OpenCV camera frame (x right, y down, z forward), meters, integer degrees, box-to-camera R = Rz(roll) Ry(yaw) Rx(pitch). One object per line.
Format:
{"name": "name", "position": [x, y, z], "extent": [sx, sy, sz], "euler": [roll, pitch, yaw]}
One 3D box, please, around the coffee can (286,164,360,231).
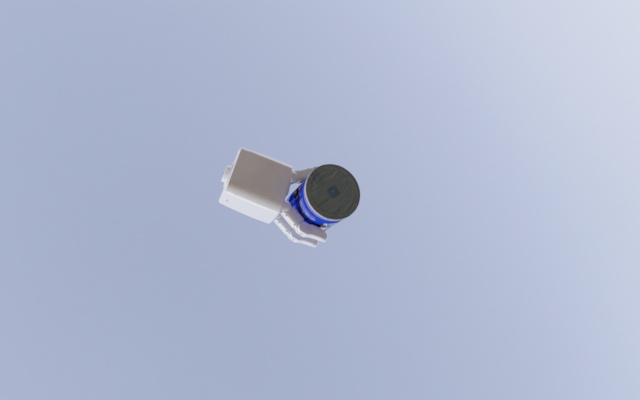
{"name": "coffee can", "position": [0.000, 0.003, 0.894], "extent": [0.103, 0.102, 0.140], "euler": [0, -16, -20]}
